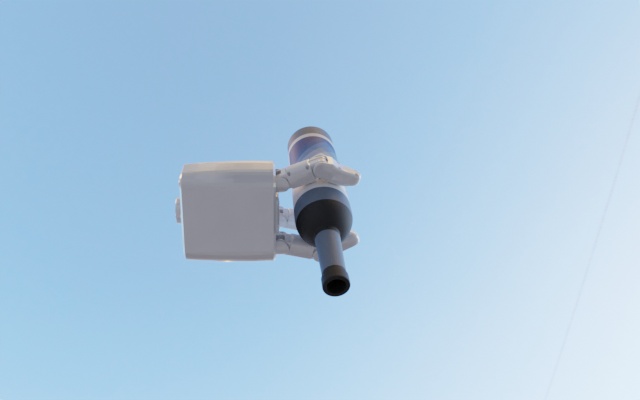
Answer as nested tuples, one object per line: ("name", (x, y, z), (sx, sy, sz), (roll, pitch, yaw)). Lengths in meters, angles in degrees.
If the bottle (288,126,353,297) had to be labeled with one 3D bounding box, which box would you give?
("bottle", (0.000, 0.002, 0.576), (0.069, 0.069, 0.295), (0, 33, -7))
